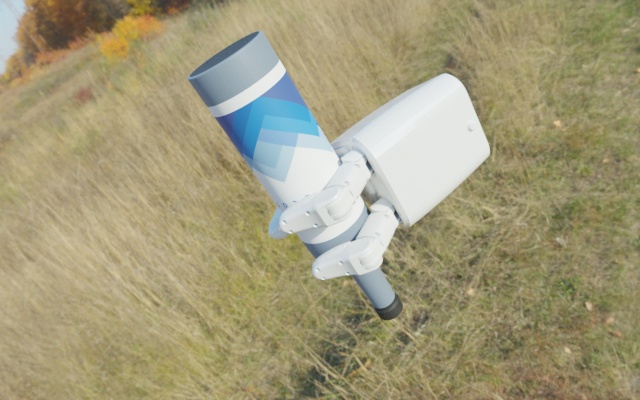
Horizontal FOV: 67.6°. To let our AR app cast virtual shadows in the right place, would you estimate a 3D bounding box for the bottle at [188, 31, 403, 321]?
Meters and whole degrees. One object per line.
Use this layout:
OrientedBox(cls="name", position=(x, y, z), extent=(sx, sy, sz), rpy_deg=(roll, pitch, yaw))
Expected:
OrientedBox(cls="bottle", position=(0.000, 0.001, 0.422), extent=(0.069, 0.296, 0.069), rpy_deg=(-26, 27, 14))
